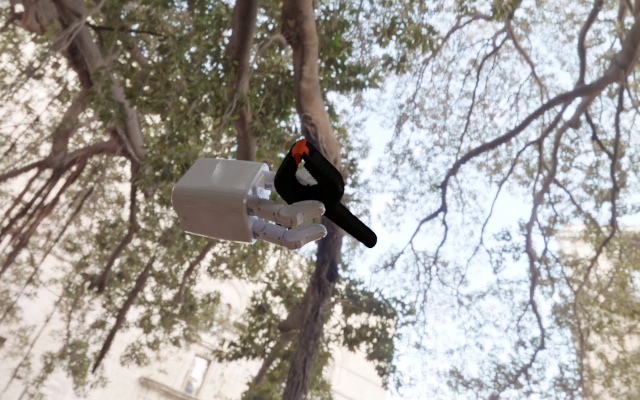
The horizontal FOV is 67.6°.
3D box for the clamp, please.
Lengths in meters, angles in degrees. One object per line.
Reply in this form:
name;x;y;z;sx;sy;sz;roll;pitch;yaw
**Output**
clamp;0.000;0.001;0.655;0.164;0.036;0.210;6;-38;8
